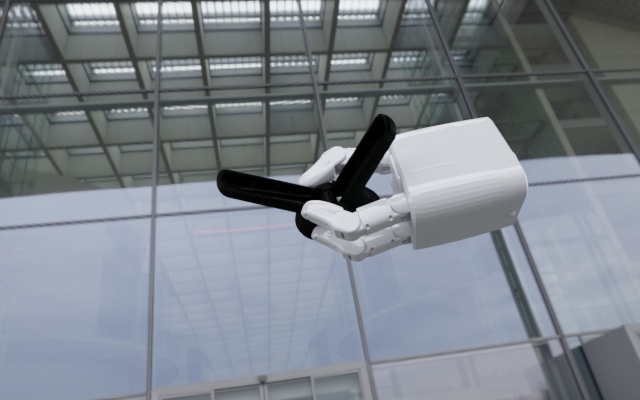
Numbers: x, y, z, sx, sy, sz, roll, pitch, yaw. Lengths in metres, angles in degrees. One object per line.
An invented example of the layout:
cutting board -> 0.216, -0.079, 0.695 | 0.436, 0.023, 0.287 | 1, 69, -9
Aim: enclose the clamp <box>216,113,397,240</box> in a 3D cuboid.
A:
clamp -> 0.000, 0.001, 0.489 | 0.164, 0.036, 0.210 | -14, -30, 3
